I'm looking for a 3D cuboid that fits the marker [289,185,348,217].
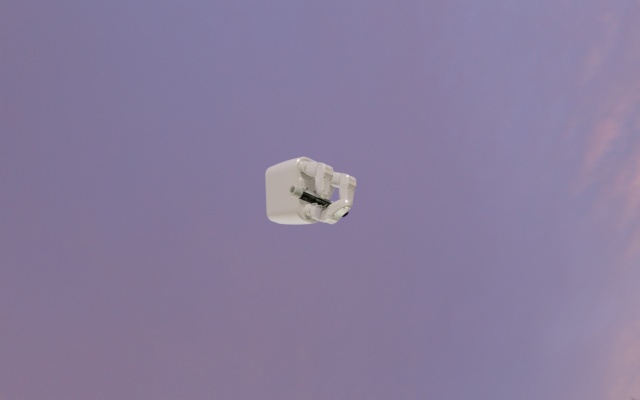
[{"bbox_3d":[0.000,0.003,0.787,0.121,0.020,0.020,23,-14,-36],"label":"marker"}]
